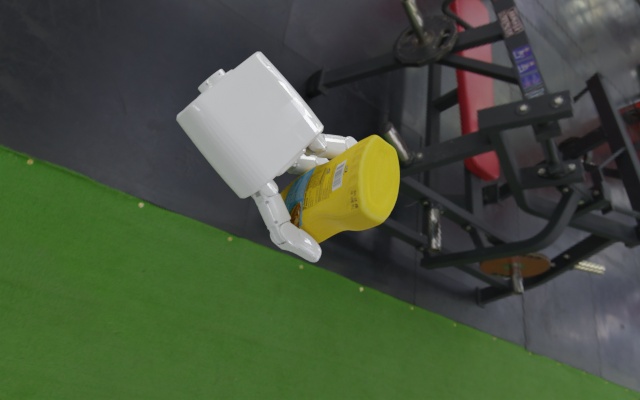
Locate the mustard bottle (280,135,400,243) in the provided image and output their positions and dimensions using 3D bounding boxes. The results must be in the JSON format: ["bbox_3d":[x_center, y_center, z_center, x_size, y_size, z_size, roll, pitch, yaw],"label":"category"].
[{"bbox_3d":[0.000,0.002,0.539,0.058,0.096,0.192,30,-33,-30],"label":"mustard bottle"}]
